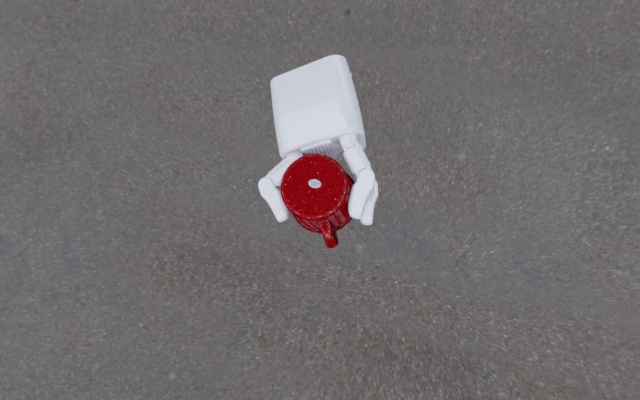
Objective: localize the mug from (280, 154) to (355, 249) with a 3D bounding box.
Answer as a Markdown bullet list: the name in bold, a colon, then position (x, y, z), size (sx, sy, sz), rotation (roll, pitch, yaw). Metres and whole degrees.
- **mug**: position (0.000, 0.003, 0.590), size (0.093, 0.117, 0.081), rotation (-13, -13, 7)
